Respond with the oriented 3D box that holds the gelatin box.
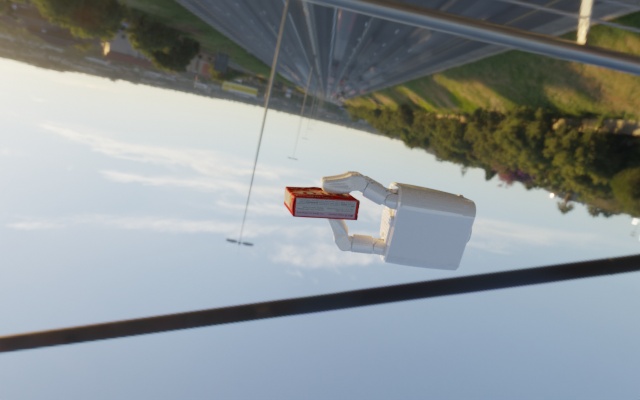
[{"bbox_3d":[0.000,0.003,0.643,0.089,0.030,0.073,3,12,-14],"label":"gelatin box"}]
